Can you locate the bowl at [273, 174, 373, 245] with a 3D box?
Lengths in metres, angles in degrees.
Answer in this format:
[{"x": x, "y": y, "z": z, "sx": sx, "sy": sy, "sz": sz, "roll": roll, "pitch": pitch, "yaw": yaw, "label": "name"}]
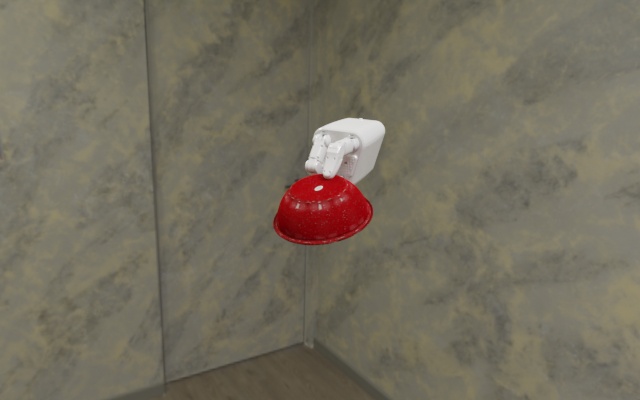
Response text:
[{"x": 0.000, "y": 0.003, "z": 0.748, "sx": 0.162, "sy": 0.055, "sz": 0.162, "roll": -7, "pitch": 30, "yaw": 4, "label": "bowl"}]
